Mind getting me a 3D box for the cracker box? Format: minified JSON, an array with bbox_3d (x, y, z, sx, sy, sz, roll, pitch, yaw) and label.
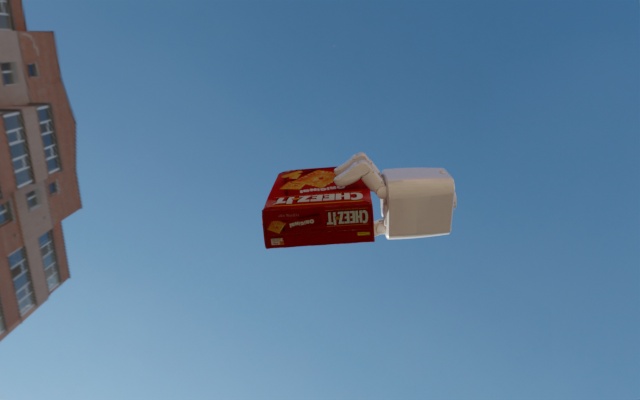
[{"bbox_3d":[0.000,0.003,0.790,0.164,0.072,0.213,-4,18,4],"label":"cracker box"}]
